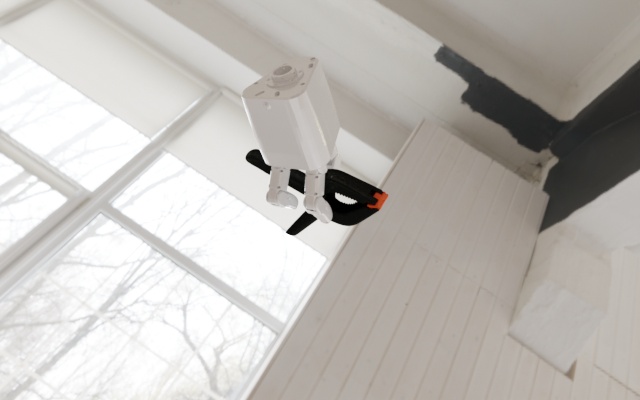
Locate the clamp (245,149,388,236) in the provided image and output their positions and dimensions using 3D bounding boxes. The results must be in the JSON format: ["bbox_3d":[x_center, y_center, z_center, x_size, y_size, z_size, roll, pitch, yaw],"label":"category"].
[{"bbox_3d":[0.001,0.002,0.691,0.210,0.165,0.036,9,47,31],"label":"clamp"}]
